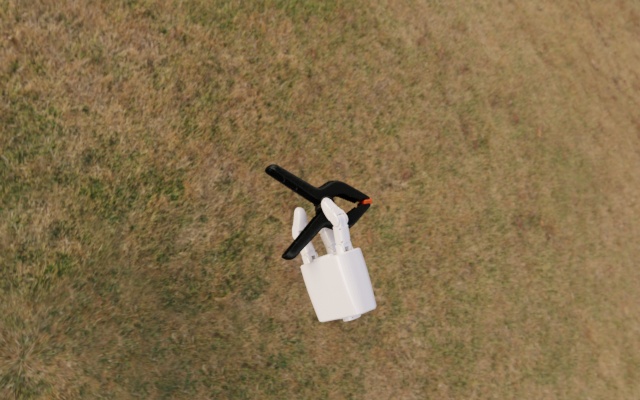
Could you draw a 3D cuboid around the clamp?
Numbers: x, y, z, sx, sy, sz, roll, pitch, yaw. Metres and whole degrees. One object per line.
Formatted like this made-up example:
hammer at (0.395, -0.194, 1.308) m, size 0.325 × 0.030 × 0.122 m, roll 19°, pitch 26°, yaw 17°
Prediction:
clamp at (0.001, 0.003, 0.850) m, size 0.210 × 0.164 × 0.036 m, roll -13°, pitch -6°, yaw -34°
